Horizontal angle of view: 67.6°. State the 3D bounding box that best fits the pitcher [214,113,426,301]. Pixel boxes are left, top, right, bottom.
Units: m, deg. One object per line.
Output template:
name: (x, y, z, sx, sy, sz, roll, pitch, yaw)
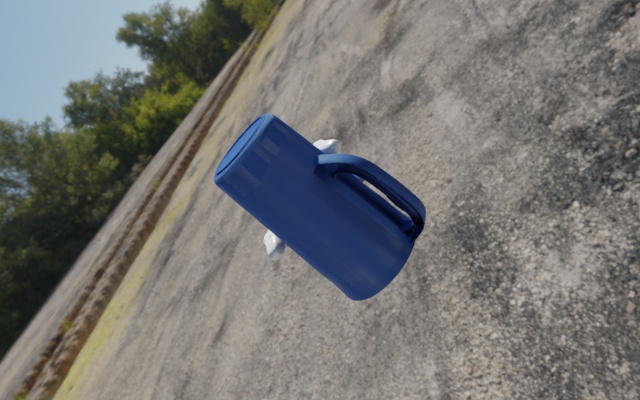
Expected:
pitcher: (0.000, 0.002, 0.591, 0.243, 0.149, 0.145, 39, -2, -19)
